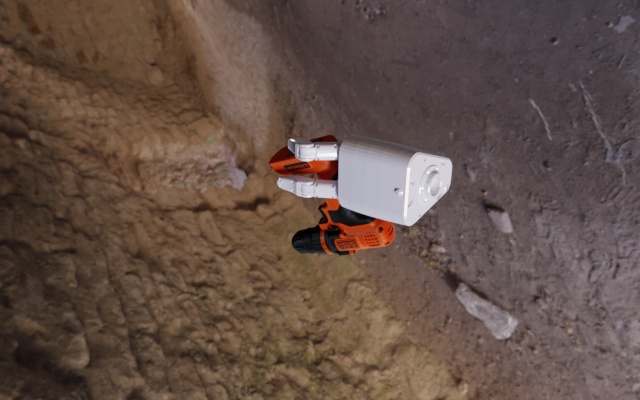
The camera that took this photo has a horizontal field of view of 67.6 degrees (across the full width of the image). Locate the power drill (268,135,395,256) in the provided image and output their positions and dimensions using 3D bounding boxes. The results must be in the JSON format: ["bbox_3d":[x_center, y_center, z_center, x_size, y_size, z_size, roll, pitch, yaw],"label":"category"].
[{"bbox_3d":[0.000,0.002,0.720,0.184,0.188,0.057,-12,31,34],"label":"power drill"}]
